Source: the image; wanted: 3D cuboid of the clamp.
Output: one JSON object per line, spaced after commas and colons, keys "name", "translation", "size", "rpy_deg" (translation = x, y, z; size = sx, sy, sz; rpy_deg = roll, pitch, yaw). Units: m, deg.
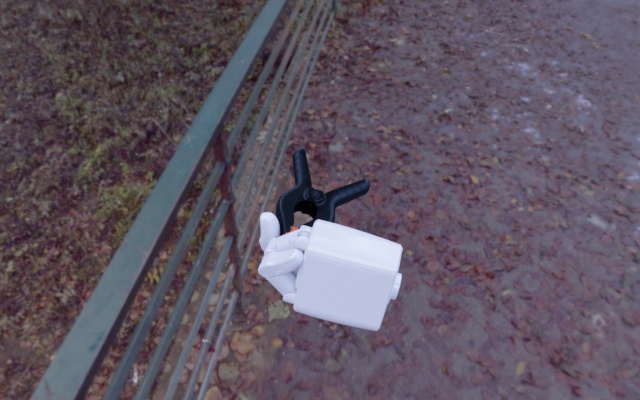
{"name": "clamp", "translation": [0.000, 0.002, 0.647], "size": [0.120, 0.171, 0.039], "rpy_deg": [16, -41, 3]}
